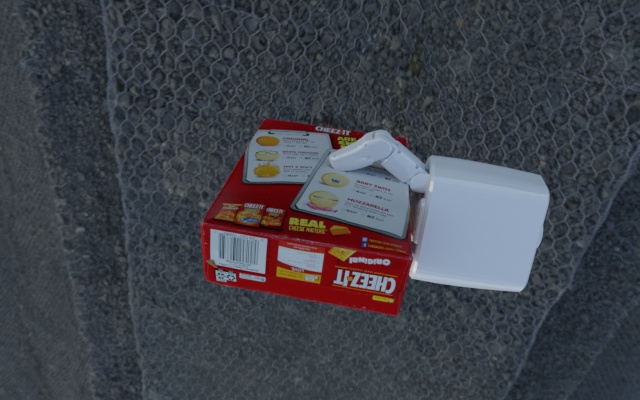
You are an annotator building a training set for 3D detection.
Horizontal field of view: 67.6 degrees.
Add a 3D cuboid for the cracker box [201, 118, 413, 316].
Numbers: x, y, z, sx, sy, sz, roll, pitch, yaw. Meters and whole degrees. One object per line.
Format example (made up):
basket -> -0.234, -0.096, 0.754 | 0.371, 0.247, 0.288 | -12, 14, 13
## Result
cracker box -> 0.000, 0.001, 0.459 | 0.164, 0.072, 0.213 | 9, 32, 3
